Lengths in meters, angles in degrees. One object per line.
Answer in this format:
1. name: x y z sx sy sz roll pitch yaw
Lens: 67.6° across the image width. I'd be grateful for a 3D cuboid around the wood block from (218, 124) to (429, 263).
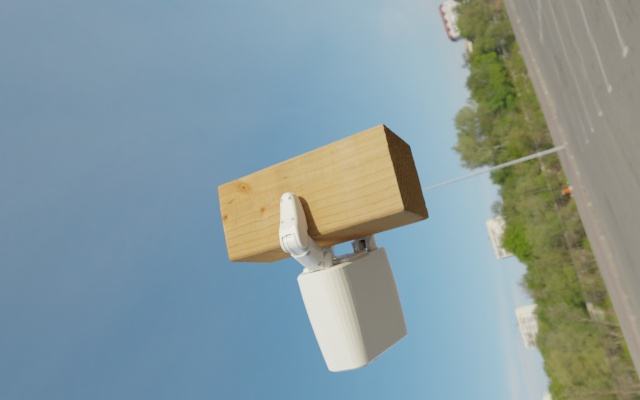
1. wood block: 0.000 0.002 0.528 0.206 0.090 0.091 -18 -15 24
